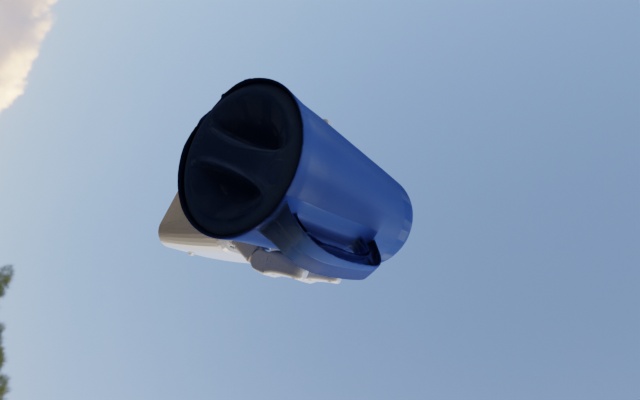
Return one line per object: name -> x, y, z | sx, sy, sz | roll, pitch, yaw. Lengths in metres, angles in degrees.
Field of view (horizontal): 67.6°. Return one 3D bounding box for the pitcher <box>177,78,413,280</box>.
pitcher -> 0.000, 0.001, 0.460 | 0.145, 0.149, 0.243 | -1, -15, 35
